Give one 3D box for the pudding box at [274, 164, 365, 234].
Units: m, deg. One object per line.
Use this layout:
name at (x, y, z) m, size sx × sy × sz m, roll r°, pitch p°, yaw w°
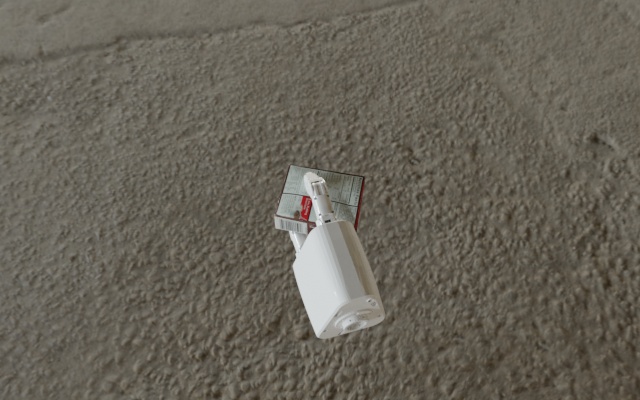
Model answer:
pudding box at (0.000, 0.002, 0.662) m, size 0.113 × 0.090 × 0.039 m, roll 11°, pitch -32°, yaw 5°
